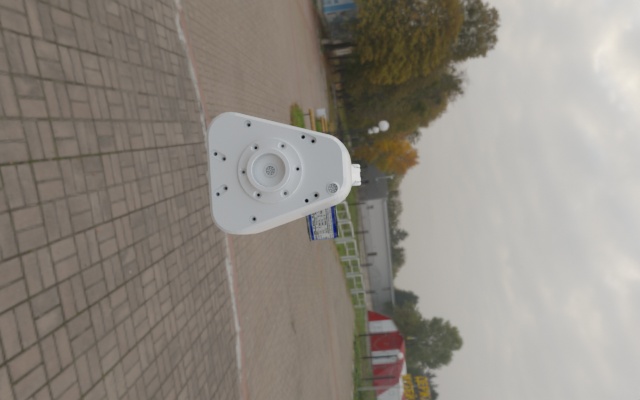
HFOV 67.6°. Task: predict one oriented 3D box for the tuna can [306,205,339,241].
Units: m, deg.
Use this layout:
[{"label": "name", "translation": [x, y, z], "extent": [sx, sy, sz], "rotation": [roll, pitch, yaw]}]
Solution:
[{"label": "tuna can", "translation": [0.001, 0.002, 0.538], "extent": [0.034, 0.086, 0.086], "rotation": [-6, 0, 1]}]
